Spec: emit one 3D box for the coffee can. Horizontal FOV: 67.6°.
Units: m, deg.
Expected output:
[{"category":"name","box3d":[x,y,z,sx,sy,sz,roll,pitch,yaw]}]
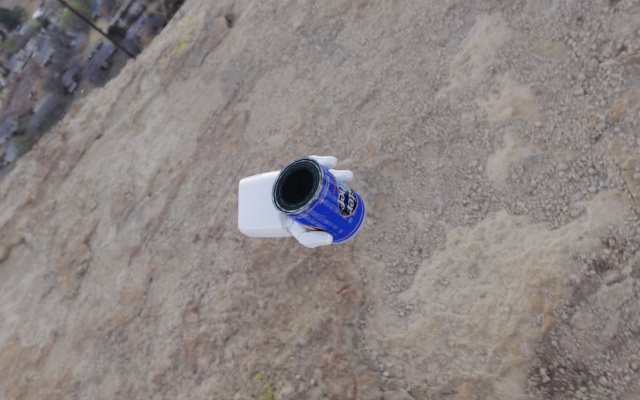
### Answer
[{"category":"coffee can","box3d":[0.000,0.003,0.809,0.103,0.102,0.140,0,-23,37]}]
